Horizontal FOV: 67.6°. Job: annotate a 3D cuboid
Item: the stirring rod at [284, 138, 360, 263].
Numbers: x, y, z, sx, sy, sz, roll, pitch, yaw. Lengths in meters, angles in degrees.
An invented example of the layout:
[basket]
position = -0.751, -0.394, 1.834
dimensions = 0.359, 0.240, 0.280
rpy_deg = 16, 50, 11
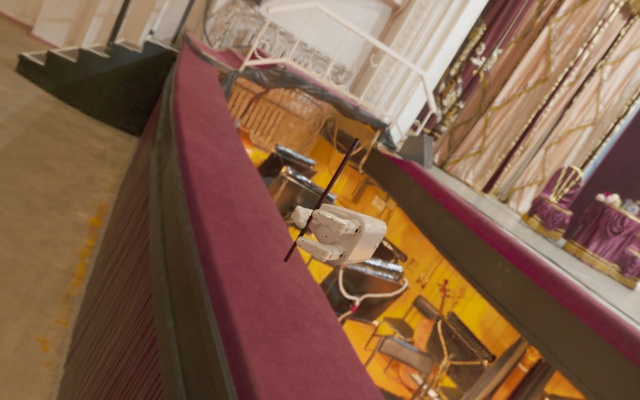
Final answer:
[stirring rod]
position = 0.000, 0.003, 0.787
dimensions = 0.011, 0.239, 0.011
rpy_deg = 29, 13, -7
